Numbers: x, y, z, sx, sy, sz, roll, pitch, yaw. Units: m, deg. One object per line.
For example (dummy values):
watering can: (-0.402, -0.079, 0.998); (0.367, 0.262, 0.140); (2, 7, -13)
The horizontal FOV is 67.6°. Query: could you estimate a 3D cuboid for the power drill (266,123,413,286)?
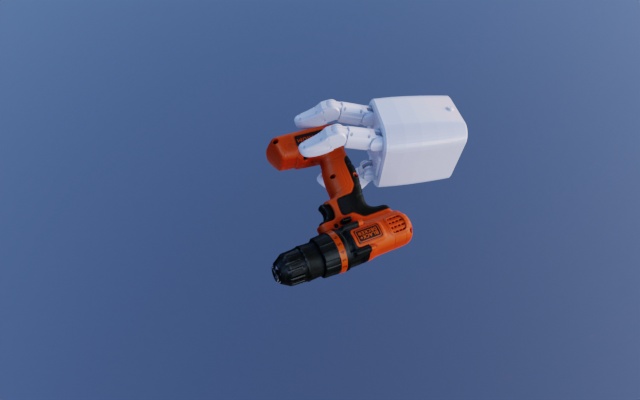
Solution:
power drill: (0.000, 0.001, 0.598); (0.184, 0.187, 0.057); (-17, -21, -23)
